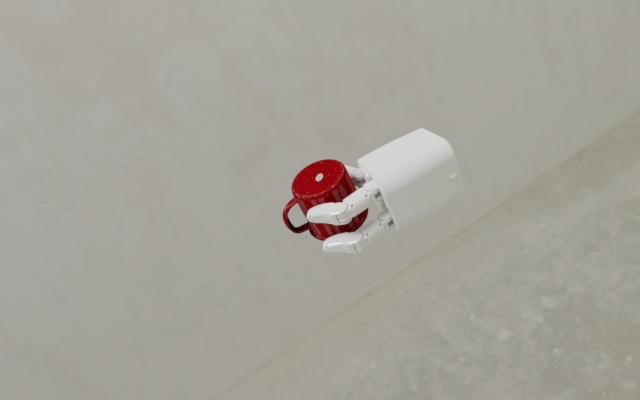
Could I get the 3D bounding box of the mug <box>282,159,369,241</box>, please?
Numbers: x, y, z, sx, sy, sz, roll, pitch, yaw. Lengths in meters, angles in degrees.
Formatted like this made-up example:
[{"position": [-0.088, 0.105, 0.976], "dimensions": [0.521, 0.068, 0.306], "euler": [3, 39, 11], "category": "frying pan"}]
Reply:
[{"position": [-0.001, 0.003, 0.669], "dimensions": [0.117, 0.081, 0.093], "euler": [-29, 36, -1], "category": "mug"}]
